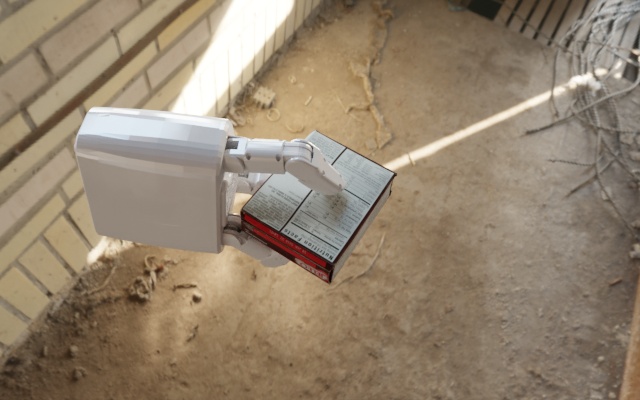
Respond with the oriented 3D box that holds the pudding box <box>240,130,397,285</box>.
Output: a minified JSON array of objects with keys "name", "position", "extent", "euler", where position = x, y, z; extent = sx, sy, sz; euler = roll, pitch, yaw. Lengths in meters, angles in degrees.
[{"name":"pudding box","position":[0.000,0.001,0.407],"extent":[0.090,0.113,0.039],"euler":[31,-30,13]}]
